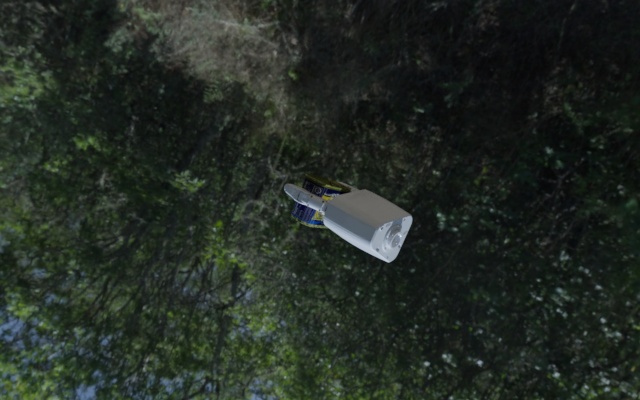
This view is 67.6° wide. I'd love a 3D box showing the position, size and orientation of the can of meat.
[{"bbox_3d":[0.000,0.003,0.886,0.057,0.084,0.102,28,10,33],"label":"can of meat"}]
